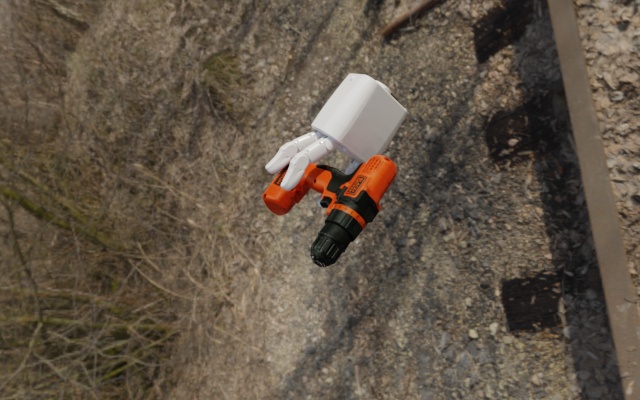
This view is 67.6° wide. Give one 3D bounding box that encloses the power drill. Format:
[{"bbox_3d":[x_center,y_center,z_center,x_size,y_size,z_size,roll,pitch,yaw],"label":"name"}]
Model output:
[{"bbox_3d":[0.000,0.002,0.708,0.187,0.184,0.057,16,-30,44],"label":"power drill"}]
